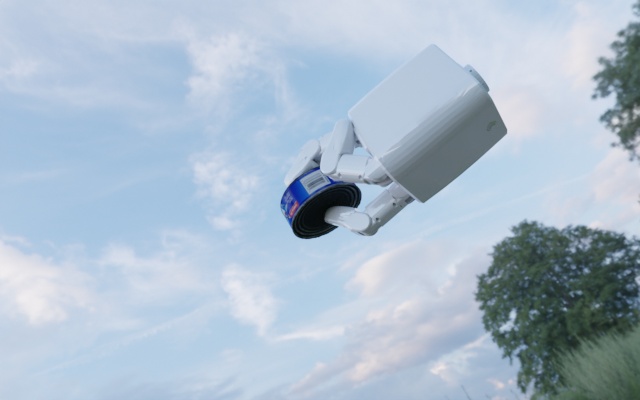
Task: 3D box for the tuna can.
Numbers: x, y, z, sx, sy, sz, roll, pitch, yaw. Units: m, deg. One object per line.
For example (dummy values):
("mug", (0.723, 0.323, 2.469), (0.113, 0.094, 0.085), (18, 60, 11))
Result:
("tuna can", (0.000, 0.001, 0.520), (0.086, 0.033, 0.086), (-24, -33, -16))
